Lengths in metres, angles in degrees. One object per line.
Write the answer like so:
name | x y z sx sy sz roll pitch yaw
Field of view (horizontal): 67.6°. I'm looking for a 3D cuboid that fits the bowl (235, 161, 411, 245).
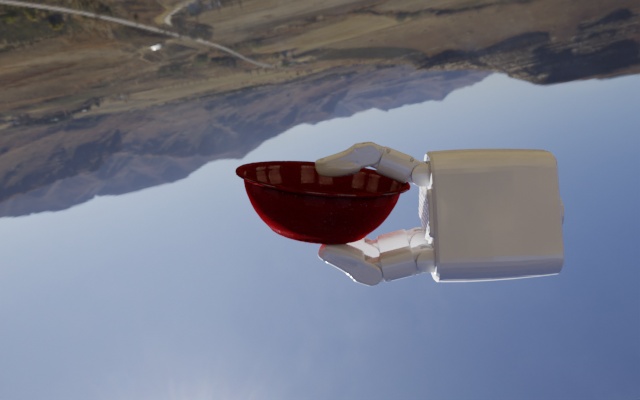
bowl | -0.001 0.002 0.449 0.162 0.055 0.162 5 13 -1
